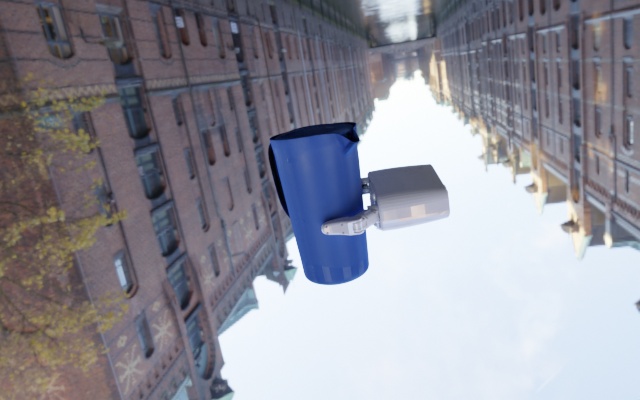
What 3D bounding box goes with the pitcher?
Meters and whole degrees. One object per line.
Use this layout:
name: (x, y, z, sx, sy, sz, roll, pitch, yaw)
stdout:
pitcher: (0.000, 0.002, 0.755, 0.145, 0.243, 0.149, -10, 15, -1)
